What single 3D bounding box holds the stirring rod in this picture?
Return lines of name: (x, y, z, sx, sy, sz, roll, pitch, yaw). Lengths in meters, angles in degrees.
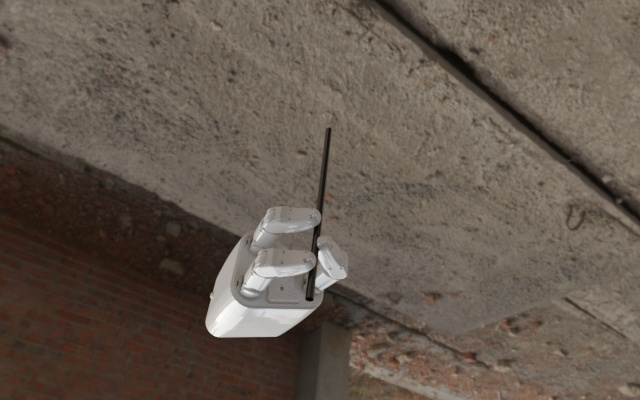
stirring rod: (0.000, 0.002, 0.524, 0.011, 0.239, 0.011, 4, -41, 3)
